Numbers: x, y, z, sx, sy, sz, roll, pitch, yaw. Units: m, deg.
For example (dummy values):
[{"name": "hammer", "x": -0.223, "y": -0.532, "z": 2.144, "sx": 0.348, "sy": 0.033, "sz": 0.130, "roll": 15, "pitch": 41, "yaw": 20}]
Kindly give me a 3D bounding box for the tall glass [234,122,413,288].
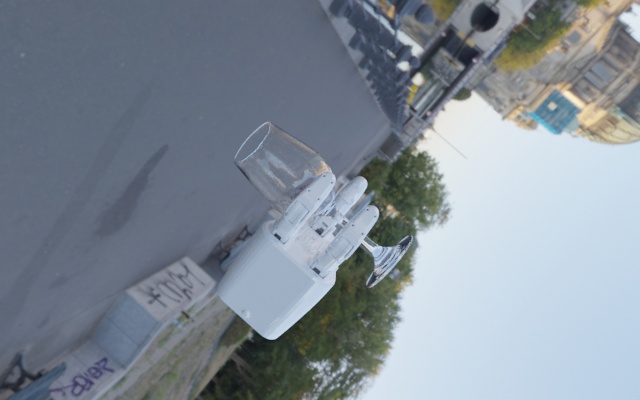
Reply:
[{"name": "tall glass", "x": 0.001, "y": 0.002, "z": 0.522, "sx": 0.201, "sy": 0.079, "sz": 0.079, "roll": 41, "pitch": 1, "yaw": 2}]
